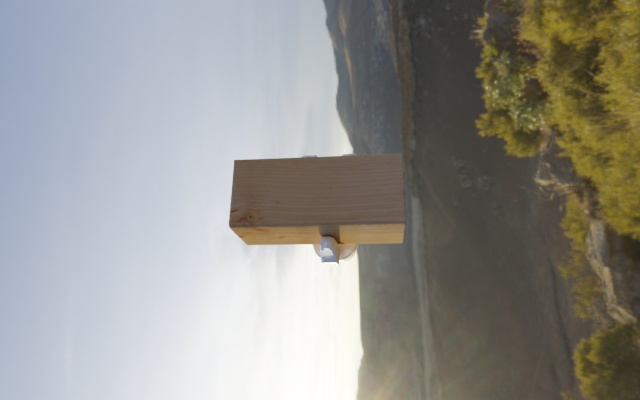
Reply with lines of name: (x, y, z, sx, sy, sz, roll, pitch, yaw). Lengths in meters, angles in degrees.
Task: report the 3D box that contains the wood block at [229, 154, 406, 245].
wood block: (0.000, 0.002, 0.603, 0.206, 0.090, 0.090, -2, -21, 7)
